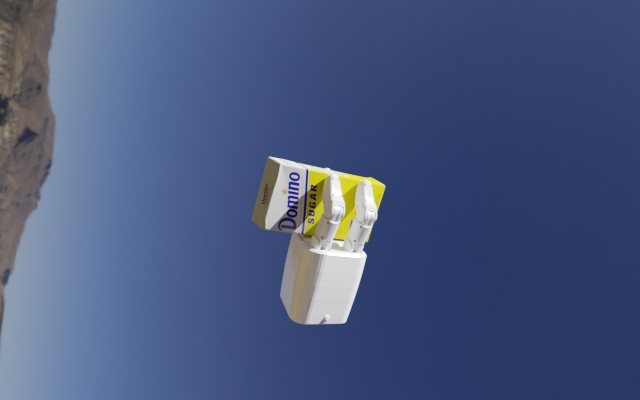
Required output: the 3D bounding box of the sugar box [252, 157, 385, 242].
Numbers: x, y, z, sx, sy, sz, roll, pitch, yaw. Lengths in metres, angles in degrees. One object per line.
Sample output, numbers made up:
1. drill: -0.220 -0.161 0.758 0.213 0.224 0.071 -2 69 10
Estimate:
1. sugar box: 0.000 0.003 0.668 0.176 0.093 0.048 8 13 -34
